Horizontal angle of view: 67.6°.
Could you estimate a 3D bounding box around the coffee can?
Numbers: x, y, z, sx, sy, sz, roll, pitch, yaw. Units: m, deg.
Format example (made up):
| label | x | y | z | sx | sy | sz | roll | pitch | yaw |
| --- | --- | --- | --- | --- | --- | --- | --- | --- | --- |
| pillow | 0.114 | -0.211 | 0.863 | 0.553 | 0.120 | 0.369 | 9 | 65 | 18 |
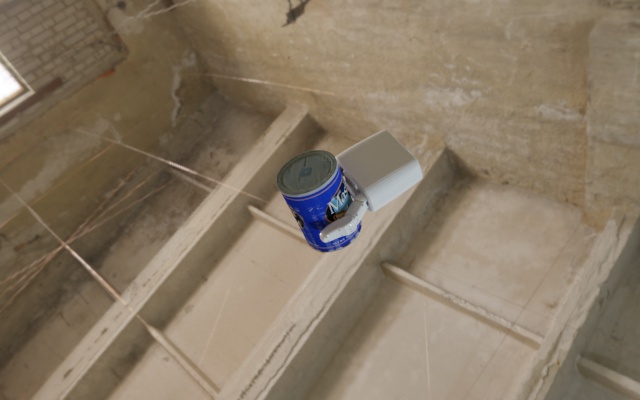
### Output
| label | x | y | z | sx | sy | sz | roll | pitch | yaw |
| --- | --- | --- | --- | --- | --- | --- | --- | --- | --- |
| coffee can | 0.000 | 0.003 | 0.791 | 0.103 | 0.102 | 0.140 | 0 | -44 | 27 |
